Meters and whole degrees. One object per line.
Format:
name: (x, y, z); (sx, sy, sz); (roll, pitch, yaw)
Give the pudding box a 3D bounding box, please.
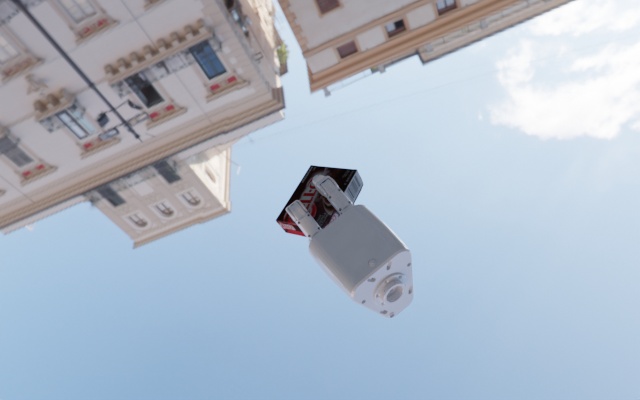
pudding box: (0.000, 0.002, 0.703); (0.090, 0.113, 0.039); (9, -35, 38)
